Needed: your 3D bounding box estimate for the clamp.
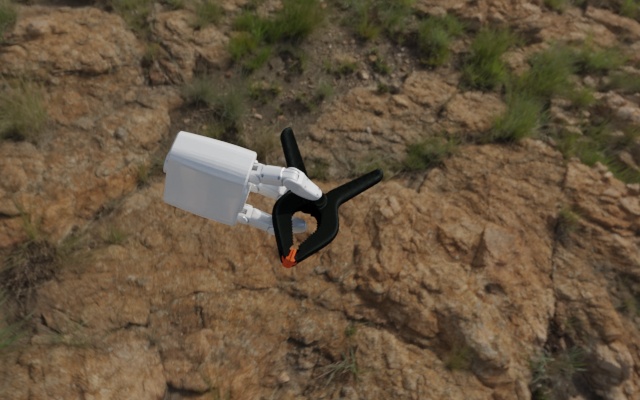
[{"bbox_3d":[0.000,0.002,0.671,0.164,0.209,0.036,17,-31,-6],"label":"clamp"}]
